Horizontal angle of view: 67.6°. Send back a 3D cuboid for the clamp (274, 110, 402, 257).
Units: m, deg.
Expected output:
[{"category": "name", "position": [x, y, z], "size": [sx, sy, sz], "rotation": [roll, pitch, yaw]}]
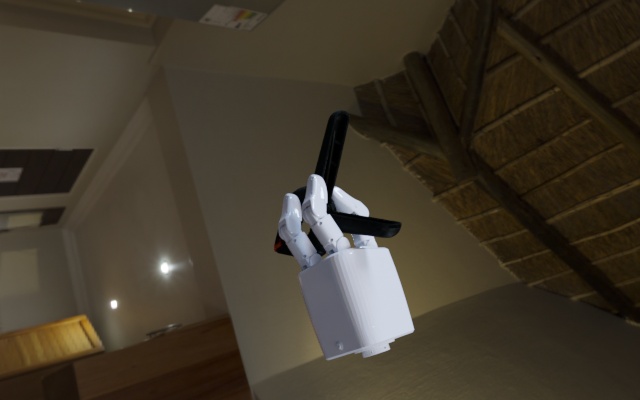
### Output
[{"category": "clamp", "position": [0.000, 0.002, 0.596], "size": [0.036, 0.164, 0.210], "rotation": [-1, -24, -39]}]
